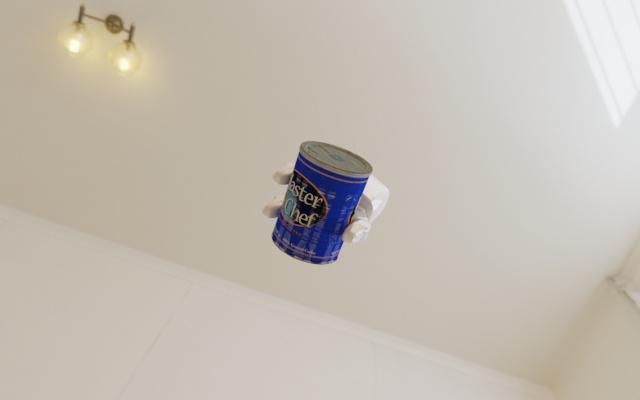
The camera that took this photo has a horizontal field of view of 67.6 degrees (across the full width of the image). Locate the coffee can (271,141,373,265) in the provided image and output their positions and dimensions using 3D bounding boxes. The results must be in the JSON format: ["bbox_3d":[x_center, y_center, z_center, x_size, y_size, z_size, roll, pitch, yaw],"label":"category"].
[{"bbox_3d":[0.000,0.002,0.661,0.103,0.140,0.102,17,22,-7],"label":"coffee can"}]
